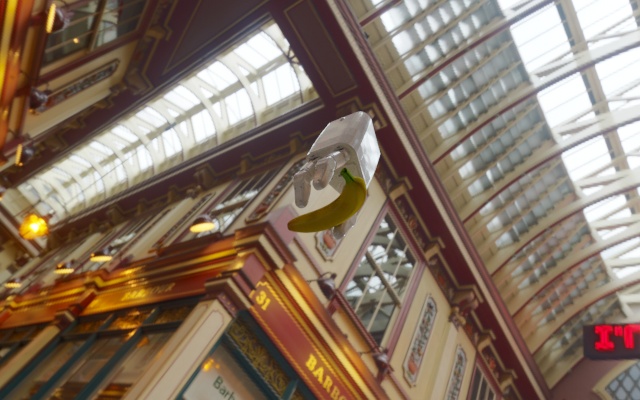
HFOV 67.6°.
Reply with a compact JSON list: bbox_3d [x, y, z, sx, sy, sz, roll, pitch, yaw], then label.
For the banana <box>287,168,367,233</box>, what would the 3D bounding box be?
[{"bbox_3d":[0.017,0.010,0.745,0.069,0.037,0.198,30,-40,-12],"label":"banana"}]
